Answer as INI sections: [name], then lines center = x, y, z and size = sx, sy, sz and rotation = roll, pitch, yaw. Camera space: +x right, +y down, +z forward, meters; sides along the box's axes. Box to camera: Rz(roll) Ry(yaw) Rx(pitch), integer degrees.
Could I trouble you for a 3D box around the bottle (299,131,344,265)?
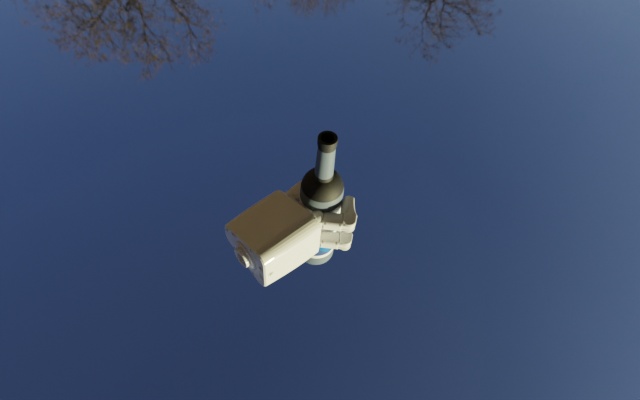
[bottle]
center = 0.000, 0.003, 0.755
size = 0.069, 0.069, 0.296
rotation = 0, -36, -5
